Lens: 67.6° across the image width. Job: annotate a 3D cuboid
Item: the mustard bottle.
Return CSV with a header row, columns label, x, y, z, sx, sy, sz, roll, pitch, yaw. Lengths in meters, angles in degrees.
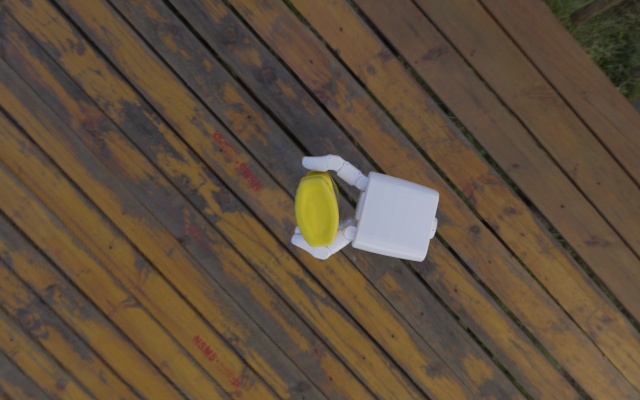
label,x,y,z,sx,sy,sz,roll,pitch,yaw
mustard bottle,0.000,0.002,0.723,0.058,0.096,0.191,-10,8,5
